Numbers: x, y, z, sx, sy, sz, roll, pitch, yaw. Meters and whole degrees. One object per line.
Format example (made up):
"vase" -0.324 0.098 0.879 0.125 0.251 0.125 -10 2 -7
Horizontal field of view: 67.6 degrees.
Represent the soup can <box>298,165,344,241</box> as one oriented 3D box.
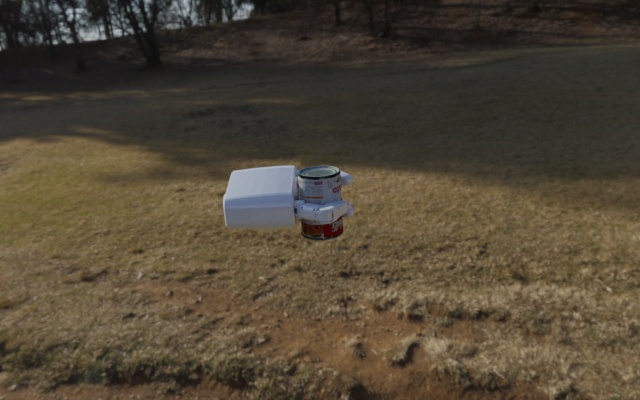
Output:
"soup can" 0.001 0.002 0.745 0.068 0.102 0.068 -3 19 1
